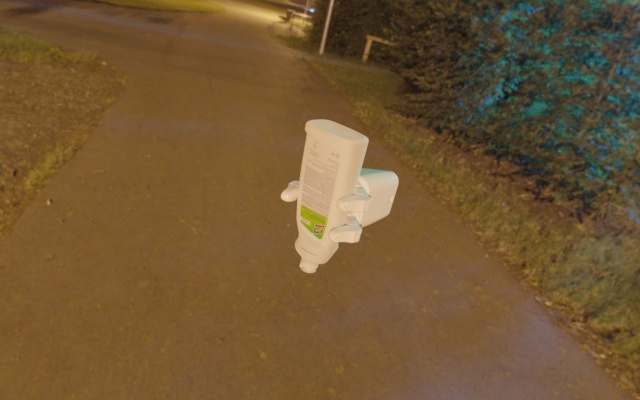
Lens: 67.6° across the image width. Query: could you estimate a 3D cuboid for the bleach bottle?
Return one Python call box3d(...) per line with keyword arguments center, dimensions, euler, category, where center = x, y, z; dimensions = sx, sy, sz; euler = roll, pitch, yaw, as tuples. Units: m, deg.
box3d(center=(0.000, 0.003, 0.783), dimensions=(0.102, 0.251, 0.068), euler=(30, 28, 32), category="bleach bottle")
